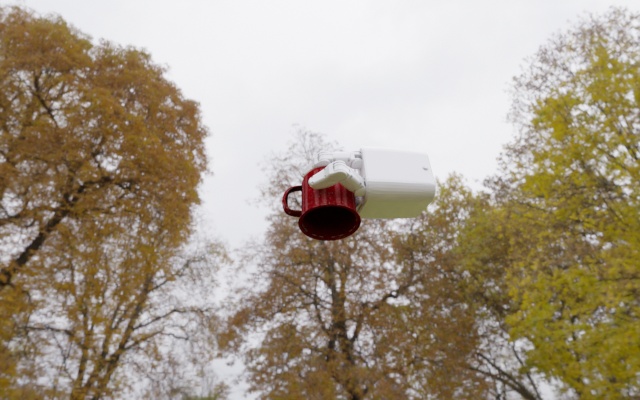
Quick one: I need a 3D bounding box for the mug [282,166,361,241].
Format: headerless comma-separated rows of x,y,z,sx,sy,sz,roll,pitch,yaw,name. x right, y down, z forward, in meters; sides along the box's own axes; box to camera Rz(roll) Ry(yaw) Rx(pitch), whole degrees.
-0.001,0.002,0.726,0.117,0.081,0.093,1,-38,-5,mug
